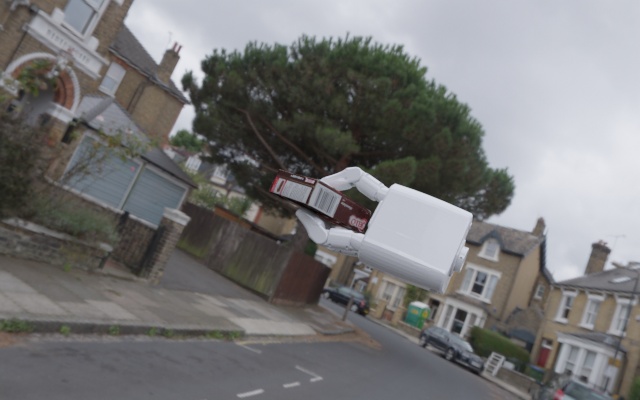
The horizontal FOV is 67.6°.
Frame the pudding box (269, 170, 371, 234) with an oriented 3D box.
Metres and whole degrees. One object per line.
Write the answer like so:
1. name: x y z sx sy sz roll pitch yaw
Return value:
1. pudding box: 0.000 0.002 0.648 0.113 0.039 0.090 32 -10 -40
